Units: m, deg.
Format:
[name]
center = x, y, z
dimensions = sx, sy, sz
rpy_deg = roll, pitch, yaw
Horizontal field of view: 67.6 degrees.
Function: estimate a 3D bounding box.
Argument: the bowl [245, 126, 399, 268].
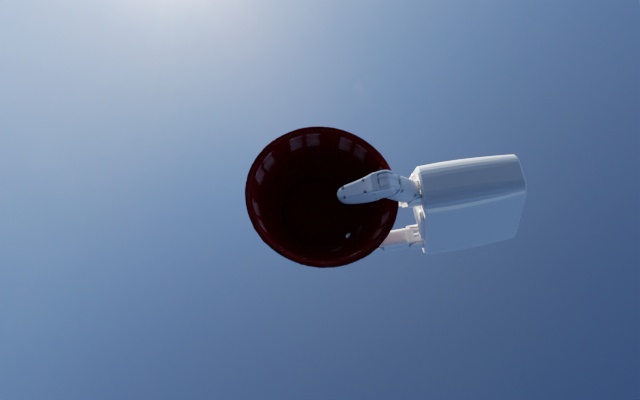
[bowl]
center = -0.001, 0.002, 0.521
dimensions = 0.162, 0.162, 0.055
rpy_deg = 0, -23, -6
